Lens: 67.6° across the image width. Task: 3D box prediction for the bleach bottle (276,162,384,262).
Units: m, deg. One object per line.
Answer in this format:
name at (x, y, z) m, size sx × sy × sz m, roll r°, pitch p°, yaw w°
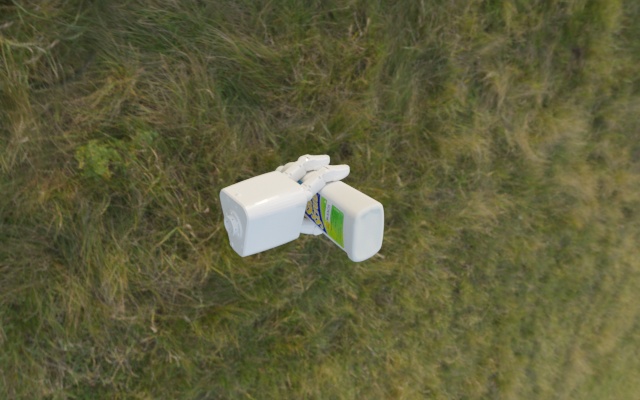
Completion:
bleach bottle at (0.000, 0.003, 0.828) m, size 0.068 × 0.103 × 0.250 m, roll -20°, pitch 34°, yaw -32°
